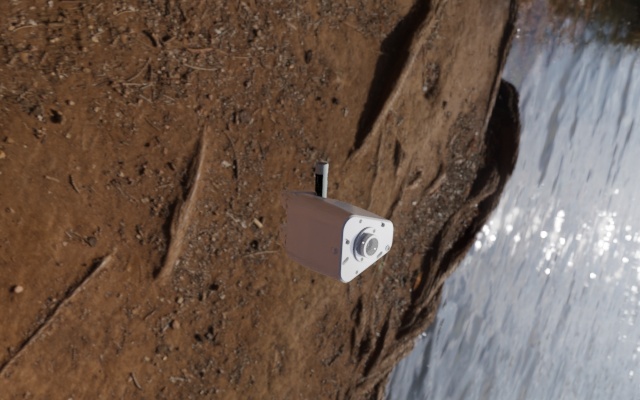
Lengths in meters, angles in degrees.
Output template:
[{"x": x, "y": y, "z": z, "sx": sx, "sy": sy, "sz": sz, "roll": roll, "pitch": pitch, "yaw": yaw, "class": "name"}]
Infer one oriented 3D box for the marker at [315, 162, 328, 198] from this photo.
[{"x": 0.000, "y": 0.002, "z": 0.724, "sx": 0.020, "sy": 0.121, "sz": 0.020, "roll": 2, "pitch": 17, "yaw": -1, "class": "marker"}]
